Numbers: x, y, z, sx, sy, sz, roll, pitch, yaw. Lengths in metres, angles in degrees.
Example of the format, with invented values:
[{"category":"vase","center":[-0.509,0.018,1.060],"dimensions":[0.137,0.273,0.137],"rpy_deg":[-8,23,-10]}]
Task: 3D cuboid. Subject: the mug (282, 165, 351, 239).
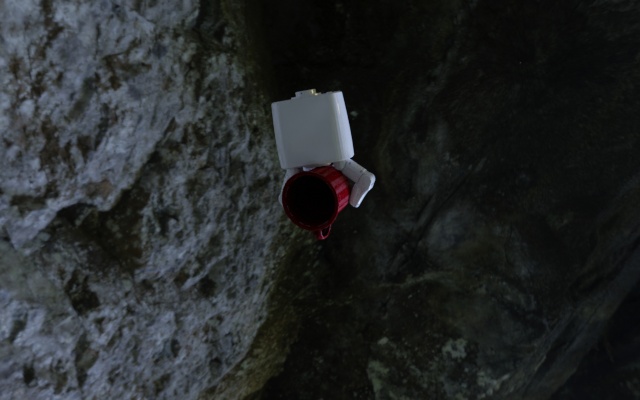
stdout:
[{"category":"mug","center":[0.000,0.004,0.751],"dimensions":[0.093,0.117,0.081],"rpy_deg":[-3,15,23]}]
